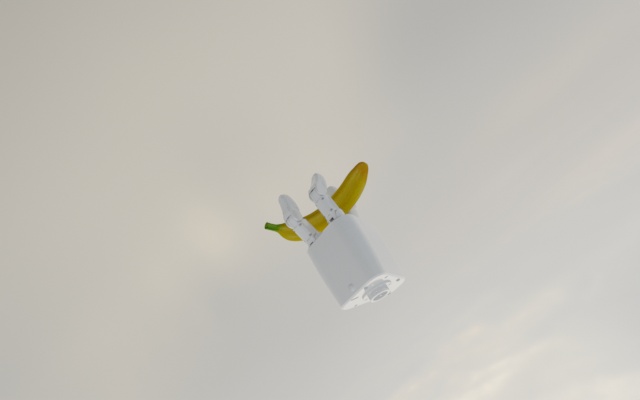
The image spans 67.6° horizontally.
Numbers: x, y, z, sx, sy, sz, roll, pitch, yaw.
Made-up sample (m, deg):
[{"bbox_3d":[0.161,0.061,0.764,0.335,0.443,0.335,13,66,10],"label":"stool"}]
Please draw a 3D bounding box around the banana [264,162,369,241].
[{"bbox_3d":[0.007,0.014,0.771,0.198,0.037,0.070,-34,-46,13],"label":"banana"}]
